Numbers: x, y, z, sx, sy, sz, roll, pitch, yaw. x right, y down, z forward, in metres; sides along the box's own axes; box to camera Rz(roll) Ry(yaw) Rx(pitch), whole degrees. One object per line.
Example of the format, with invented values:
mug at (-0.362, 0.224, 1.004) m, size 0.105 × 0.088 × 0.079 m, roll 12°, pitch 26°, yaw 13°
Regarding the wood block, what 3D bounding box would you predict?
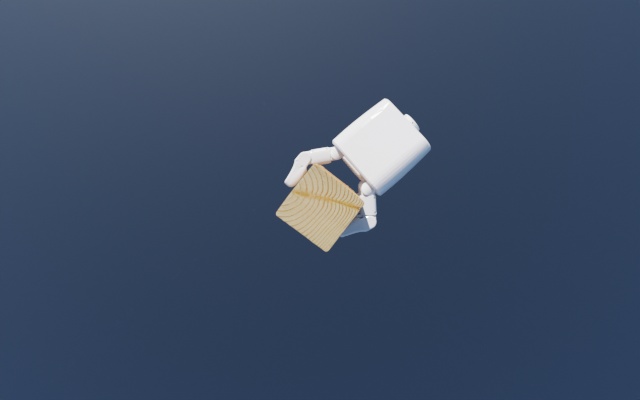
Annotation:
wood block at (0.000, 0.002, 0.749) m, size 0.091 × 0.090 × 0.206 m, roll 38°, pitch 4°, yaw -2°
